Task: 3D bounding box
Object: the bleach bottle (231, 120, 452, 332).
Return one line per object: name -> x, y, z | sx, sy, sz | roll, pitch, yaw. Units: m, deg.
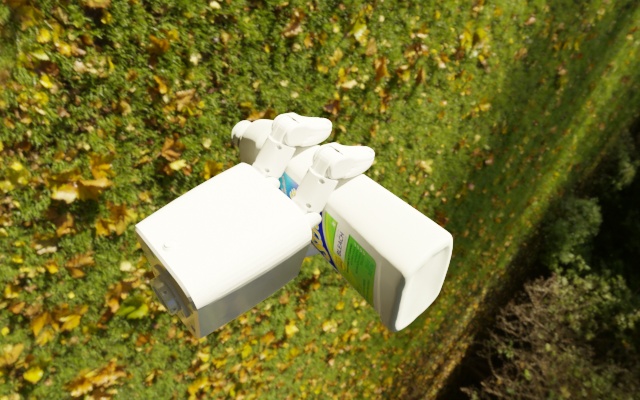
bleach bottle -> 0.000, 0.001, 0.444 | 0.068, 0.103, 0.250 | -33, 54, -27
